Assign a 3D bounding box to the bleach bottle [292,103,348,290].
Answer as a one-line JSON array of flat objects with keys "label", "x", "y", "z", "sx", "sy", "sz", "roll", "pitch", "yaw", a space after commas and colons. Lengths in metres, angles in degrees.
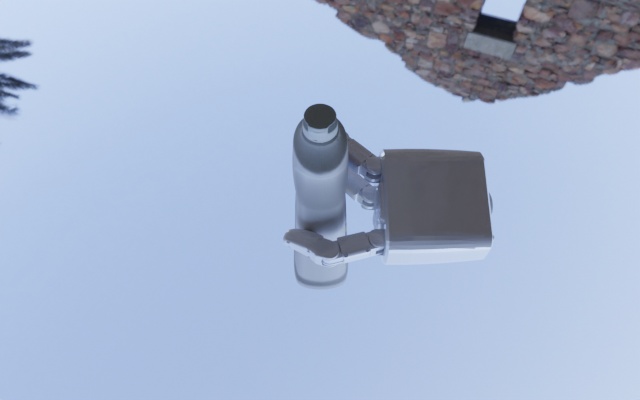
[{"label": "bleach bottle", "x": 0.000, "y": 0.002, "z": 0.506, "sx": 0.068, "sy": 0.102, "sz": 0.251, "roll": -1, "pitch": -32, "yaw": 0}]
